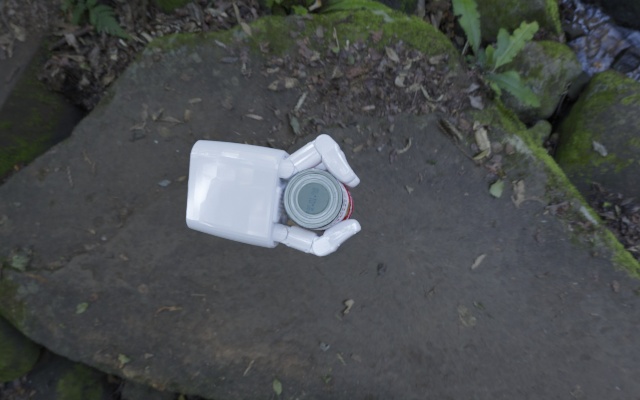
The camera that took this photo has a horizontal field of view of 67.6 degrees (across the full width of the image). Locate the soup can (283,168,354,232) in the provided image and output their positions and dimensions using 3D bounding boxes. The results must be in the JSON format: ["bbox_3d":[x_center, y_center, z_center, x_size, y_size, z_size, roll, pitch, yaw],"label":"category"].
[{"bbox_3d":[0.001,0.002,0.560,0.068,0.068,0.102,0,-5,10],"label":"soup can"}]
